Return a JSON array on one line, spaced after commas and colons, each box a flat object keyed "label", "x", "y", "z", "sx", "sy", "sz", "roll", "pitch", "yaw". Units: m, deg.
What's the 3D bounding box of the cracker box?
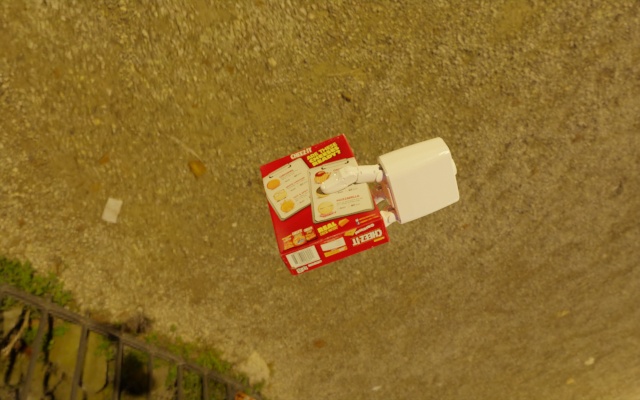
[{"label": "cracker box", "x": 0.000, "y": 0.003, "z": 0.792, "sx": 0.164, "sy": 0.213, "sz": 0.072, "roll": -21, "pitch": -45, "yaw": 2}]
